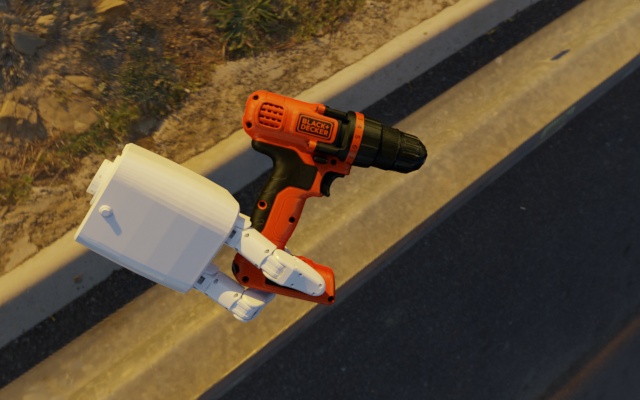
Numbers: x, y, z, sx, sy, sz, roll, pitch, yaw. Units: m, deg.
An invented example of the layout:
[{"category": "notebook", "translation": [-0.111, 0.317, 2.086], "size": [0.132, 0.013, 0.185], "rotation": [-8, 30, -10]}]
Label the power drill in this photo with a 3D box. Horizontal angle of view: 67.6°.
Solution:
[{"category": "power drill", "translation": [0.000, 0.002, 0.469], "size": [0.184, 0.187, 0.057], "rotation": [14, 1, -8]}]
